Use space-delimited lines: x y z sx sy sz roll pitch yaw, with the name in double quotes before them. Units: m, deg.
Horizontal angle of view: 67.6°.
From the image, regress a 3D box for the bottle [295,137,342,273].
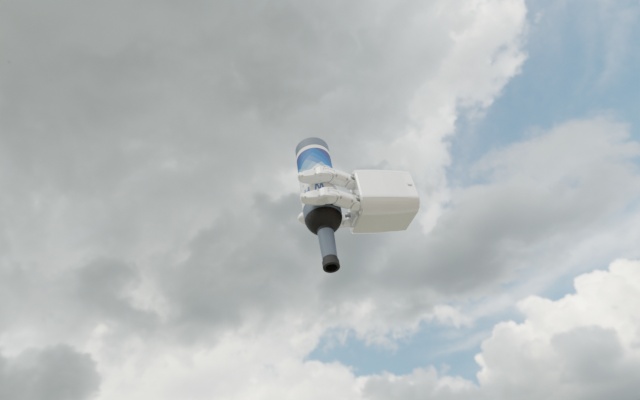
"bottle" 0.000 0.003 0.847 0.069 0.069 0.295 0 44 -9
